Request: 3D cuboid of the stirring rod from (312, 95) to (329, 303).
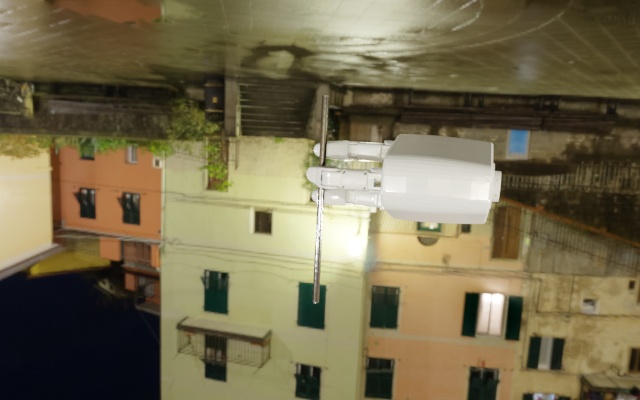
[{"bbox_3d":[0.000,0.002,0.550,0.011,0.239,0.011,3,8,0],"label":"stirring rod"}]
